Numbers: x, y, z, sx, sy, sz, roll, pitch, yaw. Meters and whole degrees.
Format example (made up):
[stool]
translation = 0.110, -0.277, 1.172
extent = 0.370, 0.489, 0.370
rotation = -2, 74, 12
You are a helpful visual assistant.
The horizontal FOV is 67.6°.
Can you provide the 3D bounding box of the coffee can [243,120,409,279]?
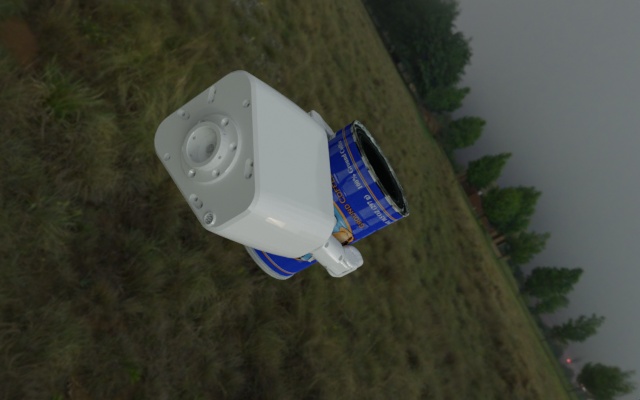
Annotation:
[coffee can]
translation = 0.000, 0.002, 0.467
extent = 0.140, 0.103, 0.103
rotation = -29, -10, 18
